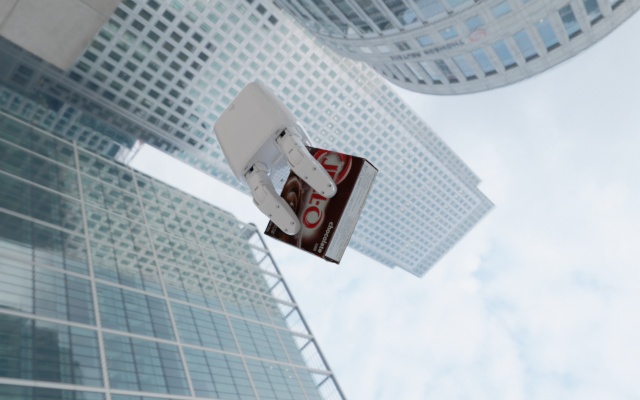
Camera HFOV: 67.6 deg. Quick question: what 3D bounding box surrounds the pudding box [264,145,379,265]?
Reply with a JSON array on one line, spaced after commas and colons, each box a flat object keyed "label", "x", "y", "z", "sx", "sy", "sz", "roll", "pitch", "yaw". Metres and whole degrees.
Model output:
[{"label": "pudding box", "x": 0.000, "y": 0.002, "z": 0.514, "sx": 0.090, "sy": 0.113, "sz": 0.039, "roll": 17, "pitch": -7, "yaw": 40}]
